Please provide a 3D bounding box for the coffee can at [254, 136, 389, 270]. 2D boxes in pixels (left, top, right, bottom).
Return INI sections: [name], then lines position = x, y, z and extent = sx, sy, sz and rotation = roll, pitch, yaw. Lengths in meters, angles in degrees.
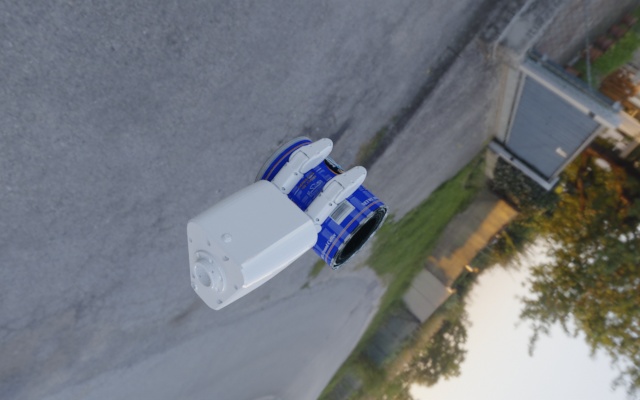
[coffee can]
position = 0.000, 0.002, 0.599
extent = 0.140, 0.103, 0.103
rotation = 42, 15, 18
